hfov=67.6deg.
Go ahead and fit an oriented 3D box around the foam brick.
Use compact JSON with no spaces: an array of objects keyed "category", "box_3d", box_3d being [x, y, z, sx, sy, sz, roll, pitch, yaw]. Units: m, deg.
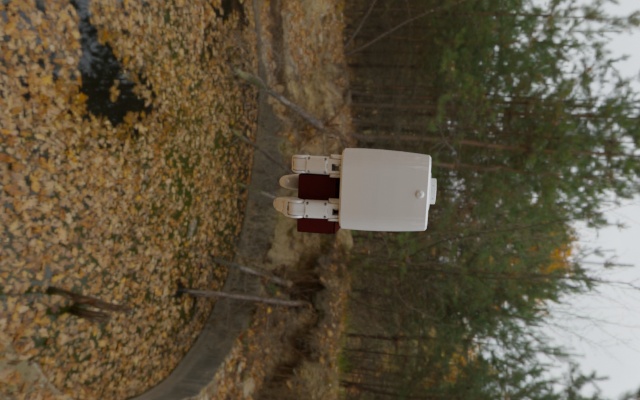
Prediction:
[{"category":"foam brick","box_3d":[0.000,0.002,0.629,0.051,0.078,0.053,4,7,10]}]
